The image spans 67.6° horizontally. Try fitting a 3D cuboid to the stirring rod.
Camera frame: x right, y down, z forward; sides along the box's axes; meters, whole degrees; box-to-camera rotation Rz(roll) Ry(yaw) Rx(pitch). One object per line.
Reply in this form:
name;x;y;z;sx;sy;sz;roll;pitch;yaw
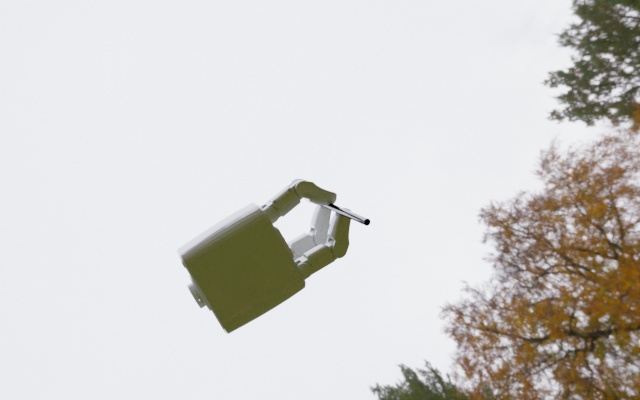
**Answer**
stirring rod;0.000;0.002;0.612;0.011;0.011;0.239;0;10;-25
